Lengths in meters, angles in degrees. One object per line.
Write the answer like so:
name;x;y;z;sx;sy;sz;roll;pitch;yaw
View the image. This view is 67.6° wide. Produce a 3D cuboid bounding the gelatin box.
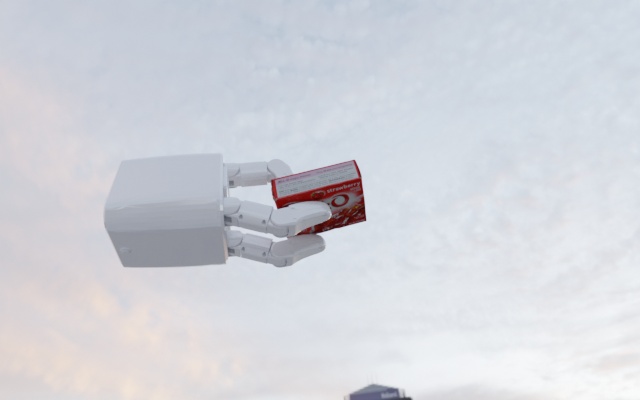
gelatin box;0.000;0.001;0.490;0.089;0.030;0.073;-14;-39;-1
